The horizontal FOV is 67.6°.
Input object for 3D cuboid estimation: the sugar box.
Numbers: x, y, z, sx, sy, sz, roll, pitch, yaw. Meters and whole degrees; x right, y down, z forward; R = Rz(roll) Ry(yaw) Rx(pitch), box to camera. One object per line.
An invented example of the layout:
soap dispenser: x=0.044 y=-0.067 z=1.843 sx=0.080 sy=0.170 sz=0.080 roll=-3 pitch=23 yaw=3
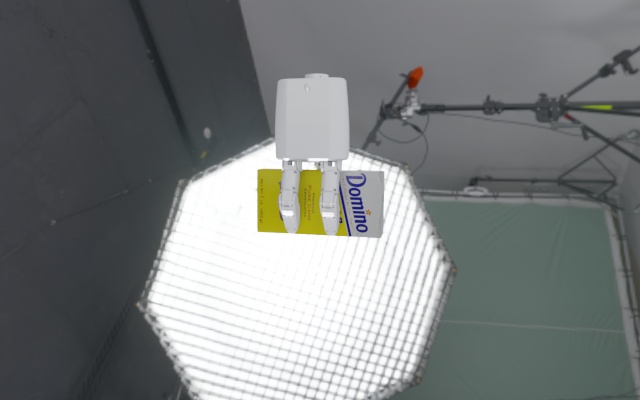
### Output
sugar box: x=0.000 y=0.002 z=0.669 sx=0.176 sy=0.093 sz=0.048 roll=1 pitch=6 yaw=14
